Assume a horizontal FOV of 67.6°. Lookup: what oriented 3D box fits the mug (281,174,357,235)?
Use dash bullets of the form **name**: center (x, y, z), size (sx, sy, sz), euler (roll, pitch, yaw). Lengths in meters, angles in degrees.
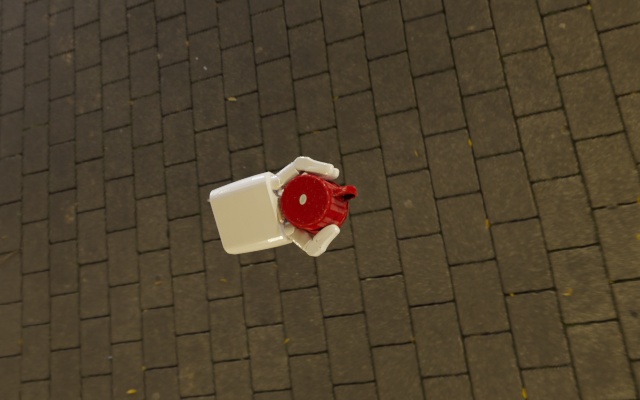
- **mug**: center (0.001, 0.002, 0.740), size (0.117, 0.093, 0.081), euler (-16, -13, 16)
